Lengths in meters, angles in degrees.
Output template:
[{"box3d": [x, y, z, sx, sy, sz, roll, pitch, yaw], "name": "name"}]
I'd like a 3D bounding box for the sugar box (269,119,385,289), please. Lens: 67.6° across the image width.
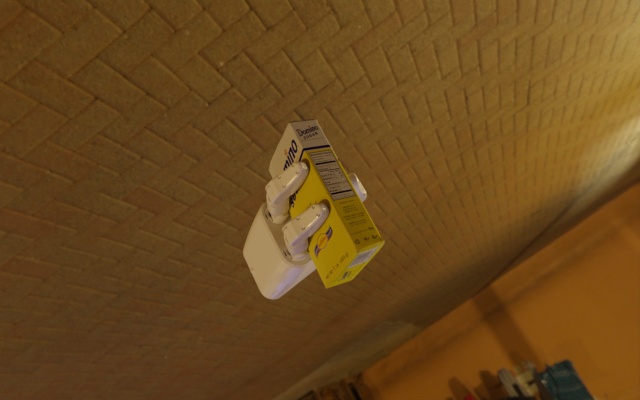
[{"box3d": [0.000, 0.002, 0.555, 0.048, 0.176, 0.093, -15, -27, -33], "name": "sugar box"}]
